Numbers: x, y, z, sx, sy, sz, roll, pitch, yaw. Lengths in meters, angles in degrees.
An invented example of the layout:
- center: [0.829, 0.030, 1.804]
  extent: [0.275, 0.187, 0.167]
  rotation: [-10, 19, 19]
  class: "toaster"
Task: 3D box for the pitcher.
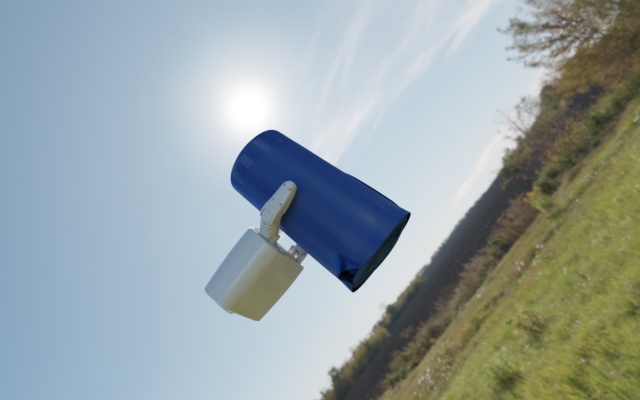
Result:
- center: [0.000, 0.002, 0.678]
  extent: [0.243, 0.145, 0.149]
  rotation: [37, -5, 16]
  class: "pitcher"
